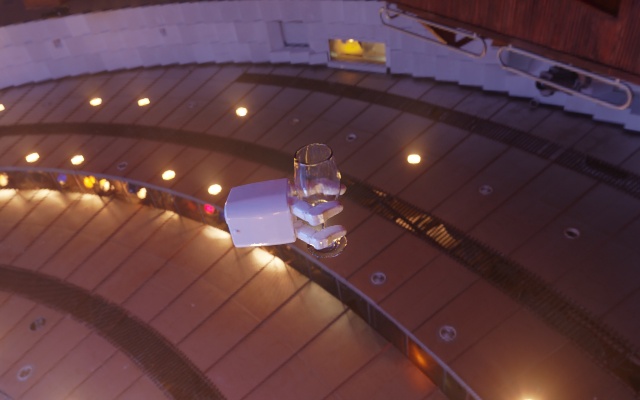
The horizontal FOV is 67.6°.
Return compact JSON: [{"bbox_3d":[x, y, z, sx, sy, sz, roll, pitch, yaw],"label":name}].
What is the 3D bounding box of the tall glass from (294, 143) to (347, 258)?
[{"bbox_3d":[0.000,0.003,0.820,0.079,0.201,0.079,-5,39,4],"label":"tall glass"}]
